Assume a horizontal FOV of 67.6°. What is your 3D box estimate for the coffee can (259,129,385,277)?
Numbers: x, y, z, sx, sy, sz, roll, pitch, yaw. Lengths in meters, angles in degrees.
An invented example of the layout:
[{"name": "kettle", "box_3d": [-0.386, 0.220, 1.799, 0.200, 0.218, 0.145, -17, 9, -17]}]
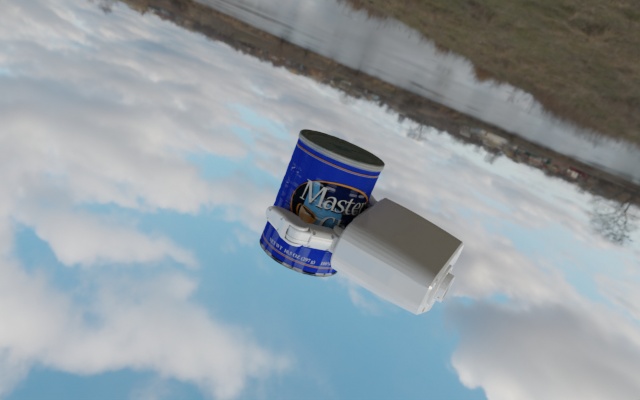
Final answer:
[{"name": "coffee can", "box_3d": [0.000, 0.002, 0.555, 0.103, 0.140, 0.102, 20, 17, -6]}]
